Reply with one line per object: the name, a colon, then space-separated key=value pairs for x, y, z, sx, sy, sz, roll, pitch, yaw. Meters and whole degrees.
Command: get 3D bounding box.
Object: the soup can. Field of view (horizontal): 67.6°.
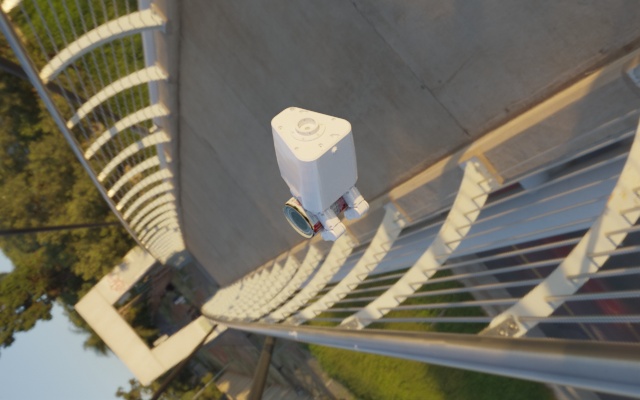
soup can: x=0.000 y=0.003 z=0.748 sx=0.102 sy=0.068 sz=0.068 roll=-41 pitch=19 yaw=-24
